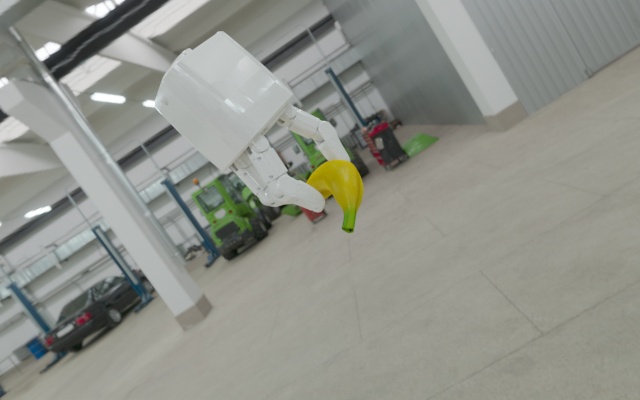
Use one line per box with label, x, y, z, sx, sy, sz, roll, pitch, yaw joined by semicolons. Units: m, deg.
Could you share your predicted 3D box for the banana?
banana;0.010;-0.014;0.544;0.037;0.069;0.198;28;-1;-14
